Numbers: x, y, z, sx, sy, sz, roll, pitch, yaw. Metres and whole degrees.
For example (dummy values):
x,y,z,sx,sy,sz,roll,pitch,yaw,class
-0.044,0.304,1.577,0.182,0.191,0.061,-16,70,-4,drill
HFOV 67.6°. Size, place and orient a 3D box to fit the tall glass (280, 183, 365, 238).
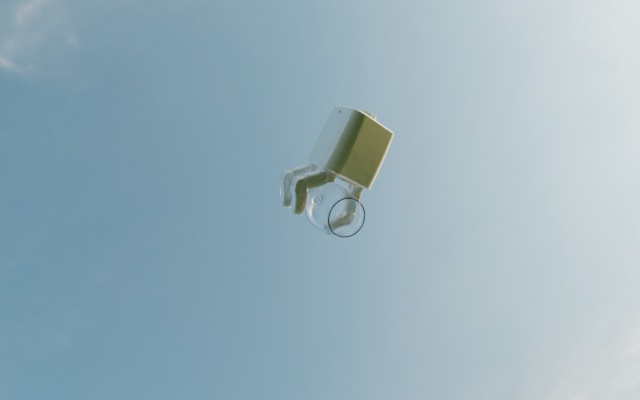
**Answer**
x,y,z,sx,sy,sz,roll,pitch,yaw,class
0.000,0.003,0.791,0.079,0.079,0.201,0,14,-24,tall glass
